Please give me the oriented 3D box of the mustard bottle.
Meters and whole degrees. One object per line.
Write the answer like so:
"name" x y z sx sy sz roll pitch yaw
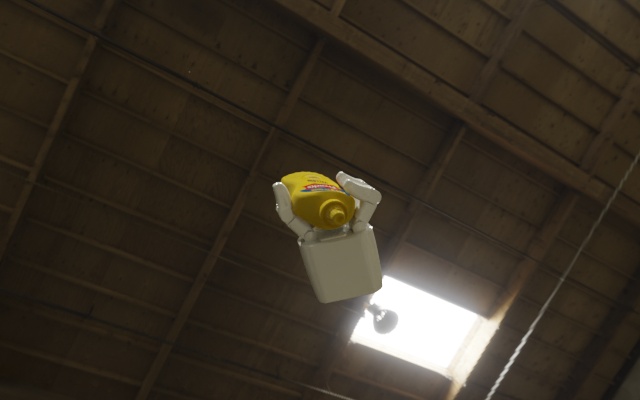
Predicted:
"mustard bottle" 0.000 0.002 0.729 0.096 0.058 0.191 6 13 -17
